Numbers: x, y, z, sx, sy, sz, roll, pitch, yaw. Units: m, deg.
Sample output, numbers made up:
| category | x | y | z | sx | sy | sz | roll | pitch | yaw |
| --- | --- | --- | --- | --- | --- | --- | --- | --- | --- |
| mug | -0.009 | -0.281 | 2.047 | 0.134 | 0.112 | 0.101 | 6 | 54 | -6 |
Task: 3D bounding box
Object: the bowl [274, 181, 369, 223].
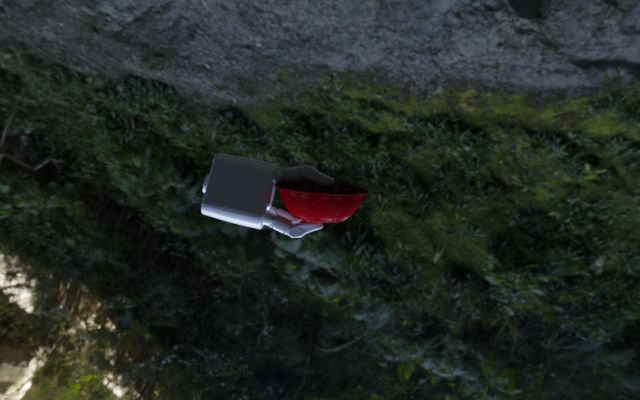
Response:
| category | x | y | z | sx | sy | sz | roll | pitch | yaw |
| --- | --- | --- | --- | --- | --- | --- | --- | --- | --- |
| bowl | 0.001 | 0.003 | 0.819 | 0.162 | 0.055 | 0.162 | 3 | 8 | 0 |
